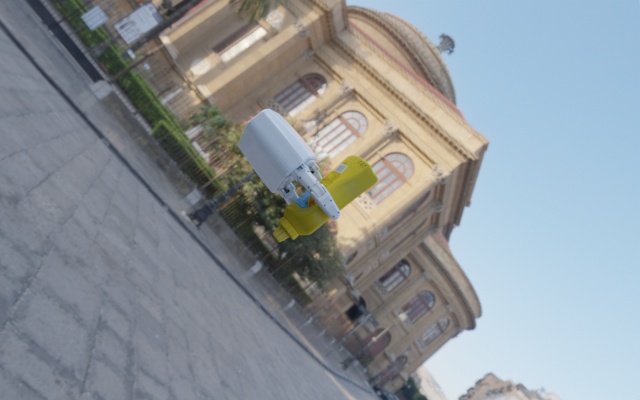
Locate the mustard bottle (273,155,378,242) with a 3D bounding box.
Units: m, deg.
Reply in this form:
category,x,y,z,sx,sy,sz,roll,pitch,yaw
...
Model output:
category,x,y,z,sx,sy,sz,roll,pitch,yaw
mustard bottle,0.001,0.003,0.797,0.191,0.058,0.096,-38,22,-8
